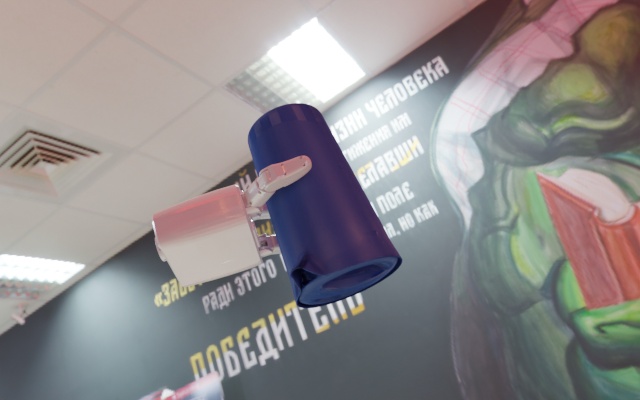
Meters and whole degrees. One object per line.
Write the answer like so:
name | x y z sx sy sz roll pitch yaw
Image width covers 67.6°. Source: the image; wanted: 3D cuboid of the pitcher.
pitcher | 0.000 0.002 0.606 0.145 0.242 0.149 -19 -25 -8
